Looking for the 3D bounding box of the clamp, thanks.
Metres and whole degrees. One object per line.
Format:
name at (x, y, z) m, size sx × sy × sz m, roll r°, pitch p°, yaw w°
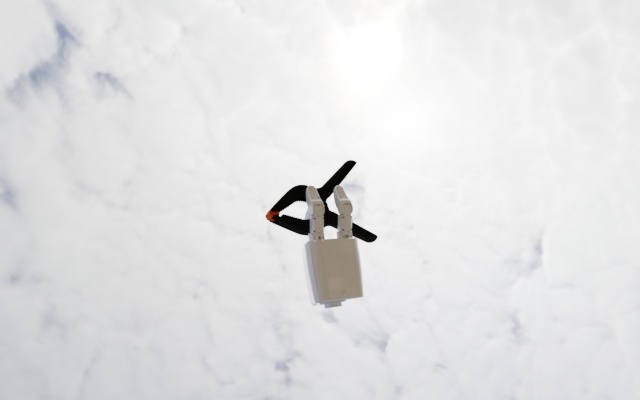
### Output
clamp at (-0.001, 0.003, 0.878) m, size 0.210 × 0.164 × 0.036 m, roll -2°, pitch -17°, yaw -24°
